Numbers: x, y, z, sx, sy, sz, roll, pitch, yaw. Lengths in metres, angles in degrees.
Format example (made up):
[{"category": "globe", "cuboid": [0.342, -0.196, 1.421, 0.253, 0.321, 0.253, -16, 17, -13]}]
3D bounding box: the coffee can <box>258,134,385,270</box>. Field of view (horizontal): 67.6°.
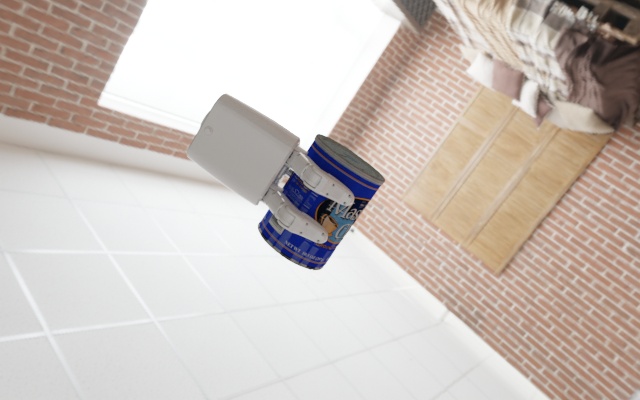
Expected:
[{"category": "coffee can", "cuboid": [0.000, 0.002, 0.605, 0.103, 0.140, 0.102, 32, 14, -9]}]
